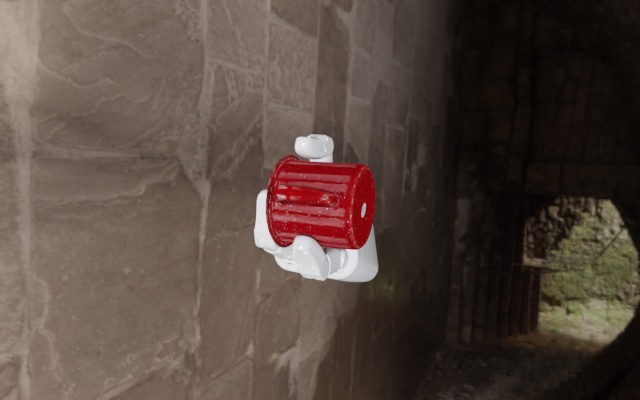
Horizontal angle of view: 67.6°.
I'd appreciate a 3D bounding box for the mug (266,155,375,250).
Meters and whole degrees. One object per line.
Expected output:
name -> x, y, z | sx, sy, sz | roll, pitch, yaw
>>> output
mug -> 0.000, 0.001, 0.450 | 0.081, 0.093, 0.117 | 5, -9, 22
